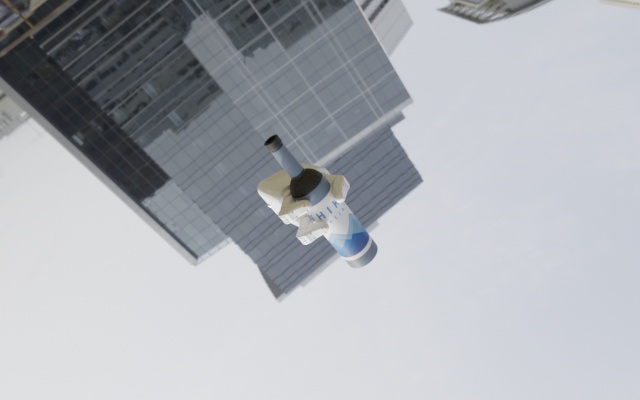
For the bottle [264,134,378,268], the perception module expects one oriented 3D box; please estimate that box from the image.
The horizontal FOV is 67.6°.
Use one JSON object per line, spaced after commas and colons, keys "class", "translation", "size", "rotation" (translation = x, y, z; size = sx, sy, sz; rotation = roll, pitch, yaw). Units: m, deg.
{"class": "bottle", "translation": [0.000, 0.003, 0.843], "size": [0.069, 0.069, 0.296], "rotation": [0, -43, 49]}
